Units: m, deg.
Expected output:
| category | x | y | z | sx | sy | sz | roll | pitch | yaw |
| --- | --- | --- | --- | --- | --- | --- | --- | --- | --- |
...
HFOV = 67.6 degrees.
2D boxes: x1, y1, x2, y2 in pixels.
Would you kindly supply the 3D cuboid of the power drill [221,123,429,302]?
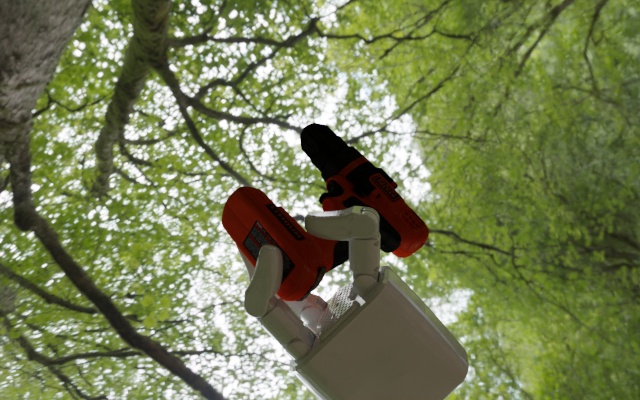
| category | x | y | z | sx | sy | sz | roll | pitch | yaw |
| --- | --- | --- | --- | --- | --- | --- | --- | --- | --- |
| power drill | 0.000 | 0.002 | 0.465 | 0.187 | 0.184 | 0.057 | -24 | -26 | -45 |
